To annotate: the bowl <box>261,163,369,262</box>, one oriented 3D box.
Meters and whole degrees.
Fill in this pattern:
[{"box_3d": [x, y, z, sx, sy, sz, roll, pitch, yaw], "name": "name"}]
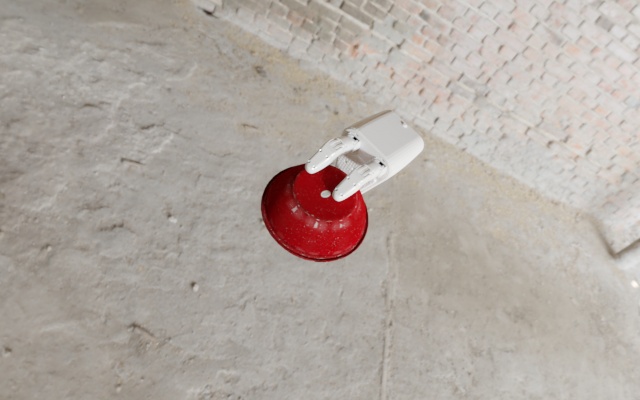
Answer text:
[{"box_3d": [0.000, 0.003, 0.670, 0.162, 0.162, 0.055, 0, -30, -18], "name": "bowl"}]
